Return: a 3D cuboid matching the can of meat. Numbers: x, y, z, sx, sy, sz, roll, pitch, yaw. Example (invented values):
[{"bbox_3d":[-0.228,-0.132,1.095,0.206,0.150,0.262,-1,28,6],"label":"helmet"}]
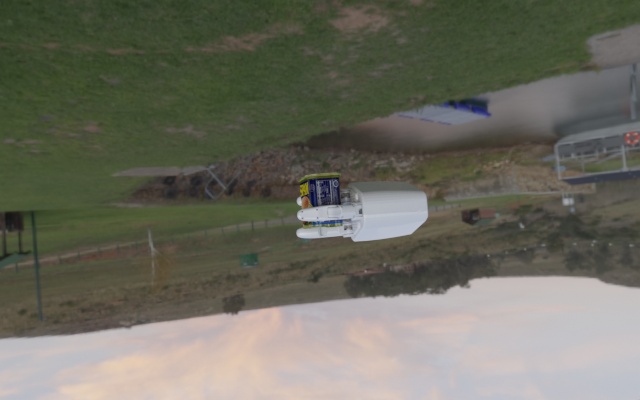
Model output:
[{"bbox_3d":[0.000,0.003,0.776,0.057,0.084,0.102,-4,-2,-13],"label":"can of meat"}]
